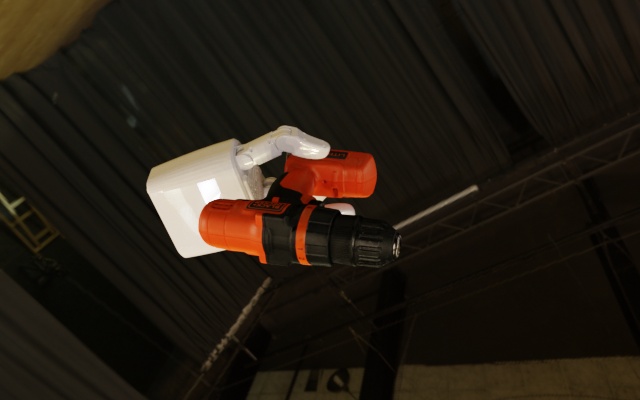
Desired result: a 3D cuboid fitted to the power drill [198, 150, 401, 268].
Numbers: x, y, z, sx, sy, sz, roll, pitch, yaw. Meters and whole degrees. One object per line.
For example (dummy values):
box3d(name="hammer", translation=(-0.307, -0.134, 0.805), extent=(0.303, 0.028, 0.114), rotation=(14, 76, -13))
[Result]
box3d(name="power drill", translation=(0.000, 0.001, 0.477), extent=(0.184, 0.057, 0.187), rotation=(7, 24, 17))
